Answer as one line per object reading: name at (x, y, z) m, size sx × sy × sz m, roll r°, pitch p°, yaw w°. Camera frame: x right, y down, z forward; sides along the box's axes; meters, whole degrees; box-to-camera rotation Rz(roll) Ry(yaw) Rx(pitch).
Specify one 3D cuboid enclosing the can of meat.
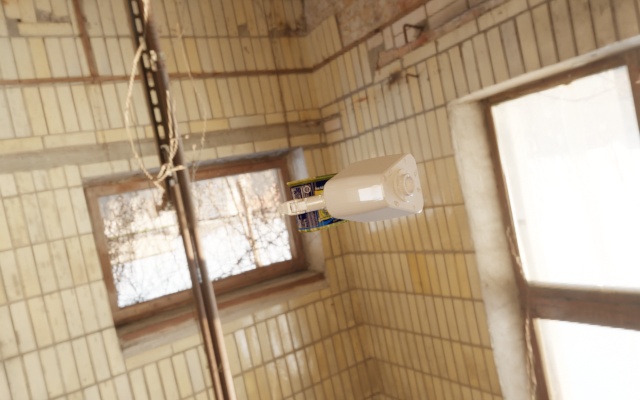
can of meat at (0.000, 0.003, 0.782) m, size 0.057 × 0.084 × 0.102 m, roll -10°, pitch 2°, yaw 40°
